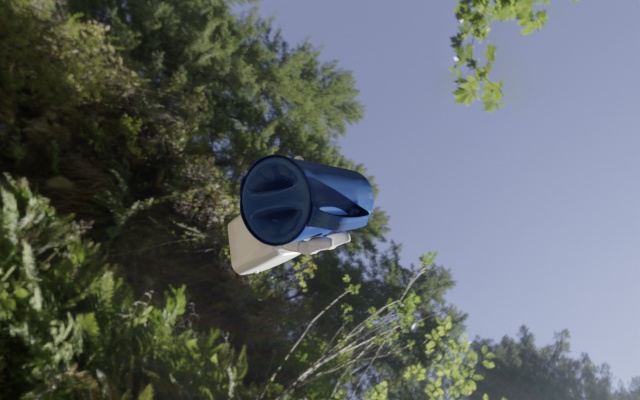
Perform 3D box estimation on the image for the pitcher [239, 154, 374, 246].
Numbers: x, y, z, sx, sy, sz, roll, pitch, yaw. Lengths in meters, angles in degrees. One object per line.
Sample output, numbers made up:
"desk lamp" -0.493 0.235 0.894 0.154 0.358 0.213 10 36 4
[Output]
"pitcher" 0.000 0.003 0.784 0.145 0.149 0.243 -32 -16 29
